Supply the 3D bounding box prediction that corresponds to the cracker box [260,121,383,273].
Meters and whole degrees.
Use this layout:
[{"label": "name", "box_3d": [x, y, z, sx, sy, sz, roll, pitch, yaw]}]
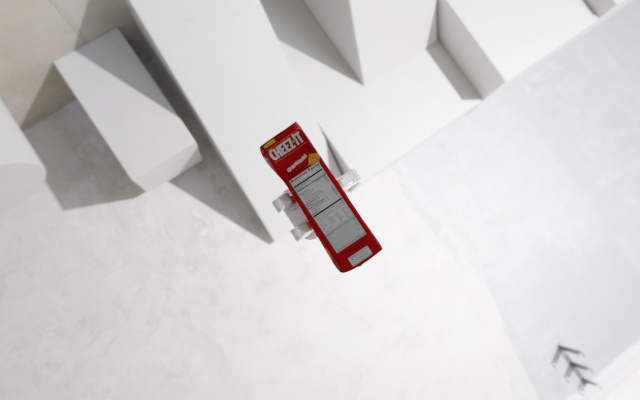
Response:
[{"label": "cracker box", "box_3d": [0.000, 0.002, 0.721, 0.072, 0.213, 0.164, -34, -4, -2]}]
